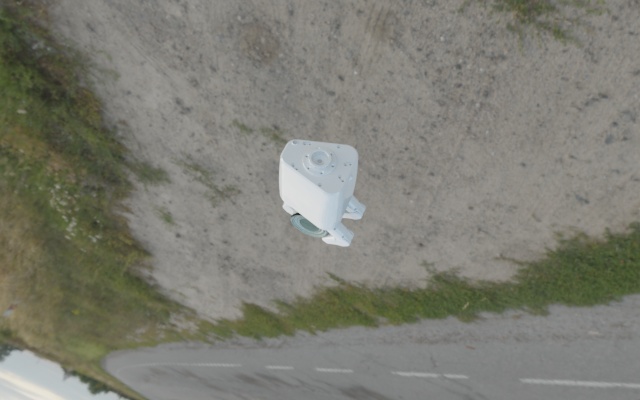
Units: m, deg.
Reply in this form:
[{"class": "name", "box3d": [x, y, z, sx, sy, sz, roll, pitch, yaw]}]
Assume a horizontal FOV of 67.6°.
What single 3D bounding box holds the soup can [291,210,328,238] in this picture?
[{"class": "soup can", "box3d": [0.000, 0.003, 0.806, 0.068, 0.102, 0.068, 20, -28, 11]}]
